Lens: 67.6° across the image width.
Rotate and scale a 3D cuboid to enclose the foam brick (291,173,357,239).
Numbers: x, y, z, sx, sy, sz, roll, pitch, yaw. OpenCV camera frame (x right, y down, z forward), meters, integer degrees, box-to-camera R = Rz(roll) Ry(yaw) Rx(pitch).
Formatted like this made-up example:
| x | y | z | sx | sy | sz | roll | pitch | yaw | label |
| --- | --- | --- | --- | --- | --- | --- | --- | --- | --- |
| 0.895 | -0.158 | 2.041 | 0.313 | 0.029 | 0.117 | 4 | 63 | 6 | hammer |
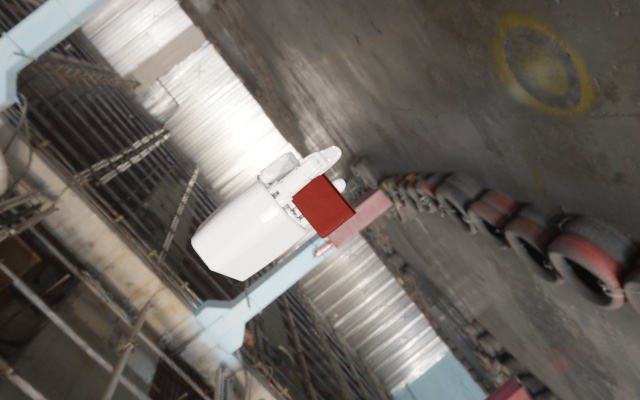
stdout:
| x | y | z | sx | sy | sz | roll | pitch | yaw | label |
| --- | --- | --- | --- | --- | --- | --- | --- | --- | --- |
| 0.000 | 0.002 | 0.580 | 0.051 | 0.078 | 0.053 | -40 | -6 | 1 | foam brick |
